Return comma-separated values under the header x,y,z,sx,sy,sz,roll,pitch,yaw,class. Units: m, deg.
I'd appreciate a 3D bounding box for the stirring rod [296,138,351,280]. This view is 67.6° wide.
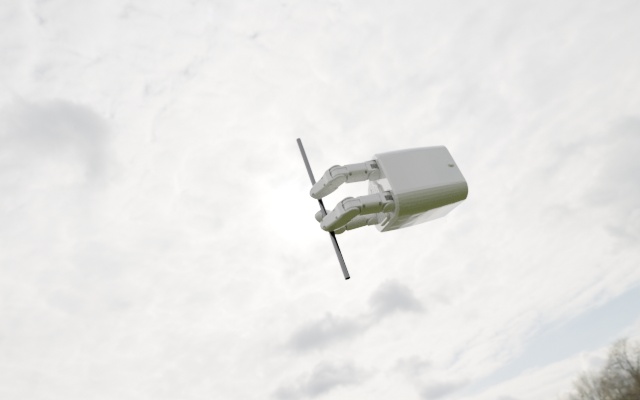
x,y,z,sx,sy,sz,roll,pitch,yaw,class
0.000,0.002,0.654,0.011,0.239,0.011,-13,-34,-9,stirring rod
